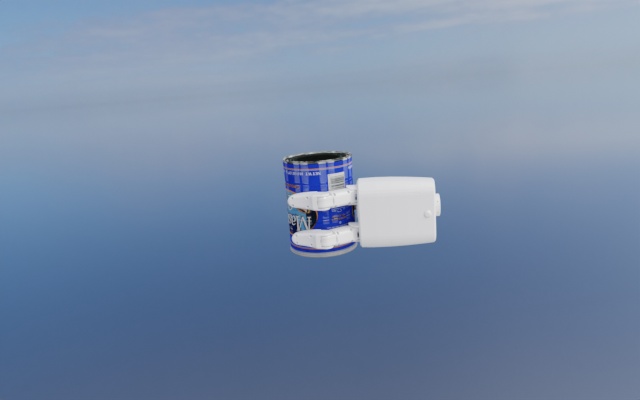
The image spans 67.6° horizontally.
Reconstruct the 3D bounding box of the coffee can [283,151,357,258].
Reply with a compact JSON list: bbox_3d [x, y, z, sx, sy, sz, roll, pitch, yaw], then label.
[{"bbox_3d":[0.000,0.002,0.717,0.103,0.140,0.102,-4,13,1],"label":"coffee can"}]
